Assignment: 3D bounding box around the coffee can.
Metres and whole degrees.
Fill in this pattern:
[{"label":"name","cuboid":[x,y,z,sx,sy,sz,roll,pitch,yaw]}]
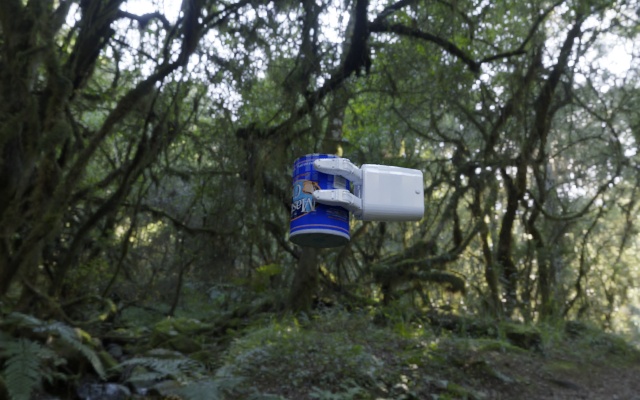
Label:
[{"label":"coffee can","cuboid":[0.000,0.003,0.829,0.103,0.140,0.103,2,-19,1]}]
